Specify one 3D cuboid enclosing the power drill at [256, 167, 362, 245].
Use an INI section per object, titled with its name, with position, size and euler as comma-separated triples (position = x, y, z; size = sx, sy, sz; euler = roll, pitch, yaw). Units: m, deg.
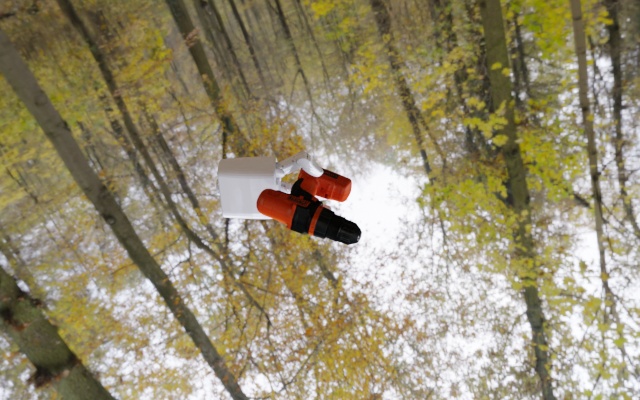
[power drill]
position = 0.000, 0.003, 0.853
size = 0.184, 0.057, 0.187
euler = 22, 25, 8
